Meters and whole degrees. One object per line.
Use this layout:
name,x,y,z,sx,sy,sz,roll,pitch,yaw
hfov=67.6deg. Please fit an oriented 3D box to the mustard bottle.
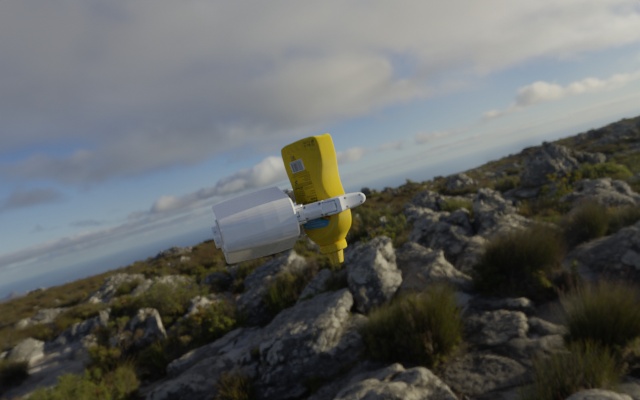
mustard bottle,0.000,0.002,0.718,0.058,0.191,0.096,-17,3,-39
